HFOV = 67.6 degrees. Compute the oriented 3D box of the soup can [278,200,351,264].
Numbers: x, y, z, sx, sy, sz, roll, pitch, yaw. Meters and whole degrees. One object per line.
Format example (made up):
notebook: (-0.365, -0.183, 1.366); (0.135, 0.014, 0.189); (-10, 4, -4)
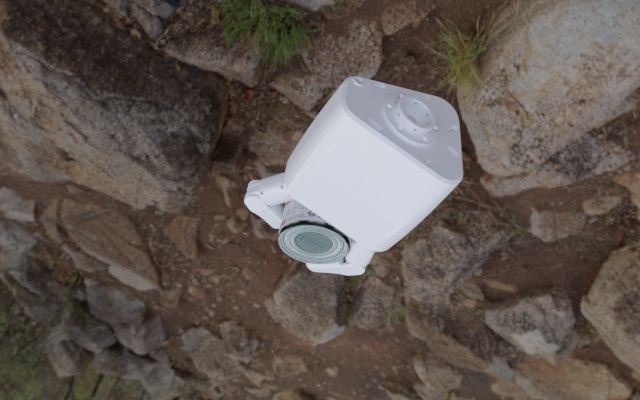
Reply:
soup can: (0.000, 0.002, 0.462); (0.068, 0.102, 0.069); (6, -38, 4)
